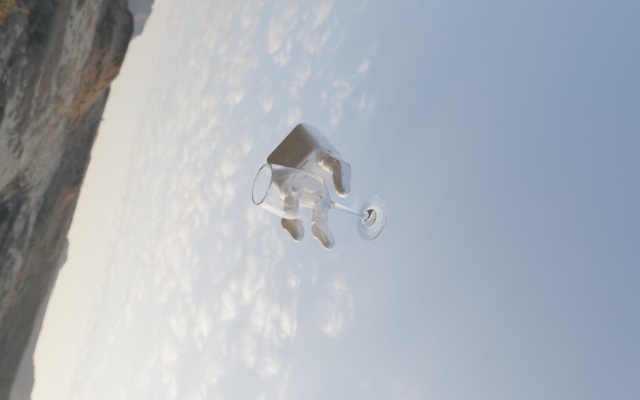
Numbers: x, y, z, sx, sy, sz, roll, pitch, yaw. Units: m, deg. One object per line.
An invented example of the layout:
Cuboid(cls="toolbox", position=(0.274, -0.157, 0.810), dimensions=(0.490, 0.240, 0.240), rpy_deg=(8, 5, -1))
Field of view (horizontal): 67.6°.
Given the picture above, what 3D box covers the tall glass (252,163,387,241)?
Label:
Cuboid(cls="tall glass", position=(0.001, 0.003, 0.718), dimensions=(0.201, 0.079, 0.079), rpy_deg=(17, -9, -30))
